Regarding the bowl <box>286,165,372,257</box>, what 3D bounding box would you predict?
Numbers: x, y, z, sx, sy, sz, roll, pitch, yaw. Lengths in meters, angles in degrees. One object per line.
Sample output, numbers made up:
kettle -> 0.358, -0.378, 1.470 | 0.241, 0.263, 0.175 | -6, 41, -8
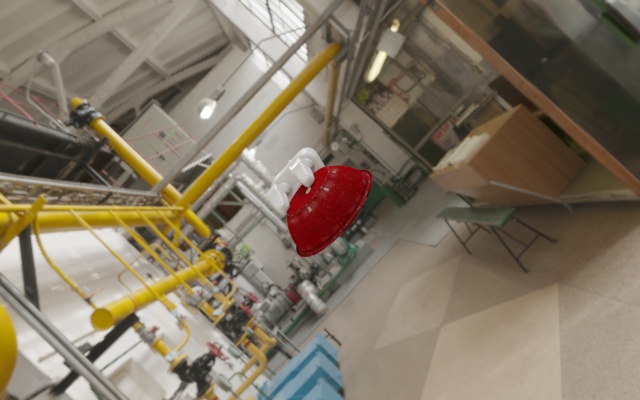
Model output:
bowl -> 0.000, 0.002, 0.697 | 0.055, 0.162, 0.162 | 40, -15, -18
